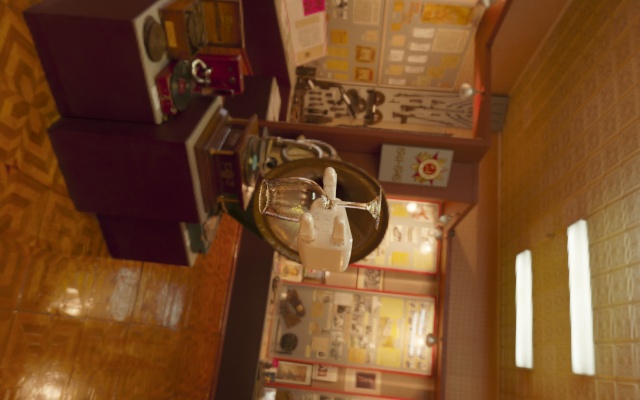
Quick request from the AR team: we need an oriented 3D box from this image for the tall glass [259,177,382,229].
[{"bbox_3d":[0.001,0.003,0.814,0.201,0.079,0.079,6,0,4],"label":"tall glass"}]
